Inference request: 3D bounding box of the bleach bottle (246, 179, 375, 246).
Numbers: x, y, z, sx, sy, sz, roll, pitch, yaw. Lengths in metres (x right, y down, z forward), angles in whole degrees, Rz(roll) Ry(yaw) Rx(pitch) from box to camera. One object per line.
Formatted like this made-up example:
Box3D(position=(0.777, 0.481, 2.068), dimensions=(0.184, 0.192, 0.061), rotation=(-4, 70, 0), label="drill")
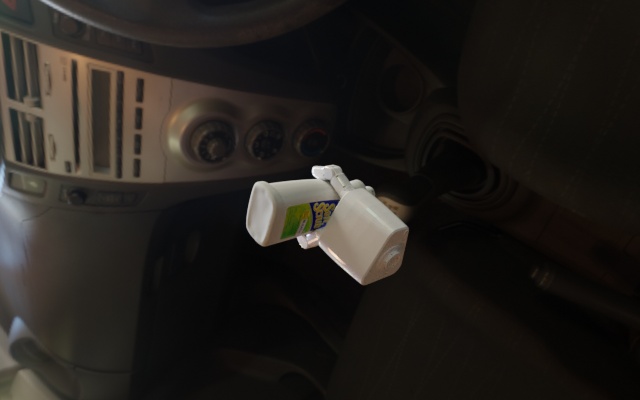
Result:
Box3D(position=(0.000, 0.003, 0.806), dimensions=(0.251, 0.103, 0.068), rotation=(-13, 43, -40), label="bleach bottle")
